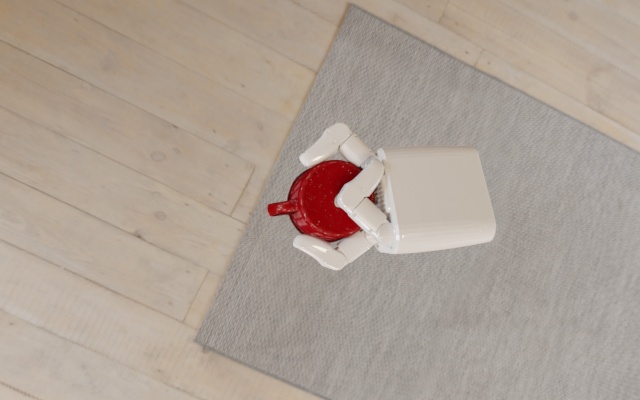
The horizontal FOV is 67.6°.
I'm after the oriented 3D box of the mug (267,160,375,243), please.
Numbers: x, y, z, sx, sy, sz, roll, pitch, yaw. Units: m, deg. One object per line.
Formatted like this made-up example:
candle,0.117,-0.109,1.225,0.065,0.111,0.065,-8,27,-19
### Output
mug,-0.001,0.002,0.524,0.117,0.093,0.081,-5,-4,-8
